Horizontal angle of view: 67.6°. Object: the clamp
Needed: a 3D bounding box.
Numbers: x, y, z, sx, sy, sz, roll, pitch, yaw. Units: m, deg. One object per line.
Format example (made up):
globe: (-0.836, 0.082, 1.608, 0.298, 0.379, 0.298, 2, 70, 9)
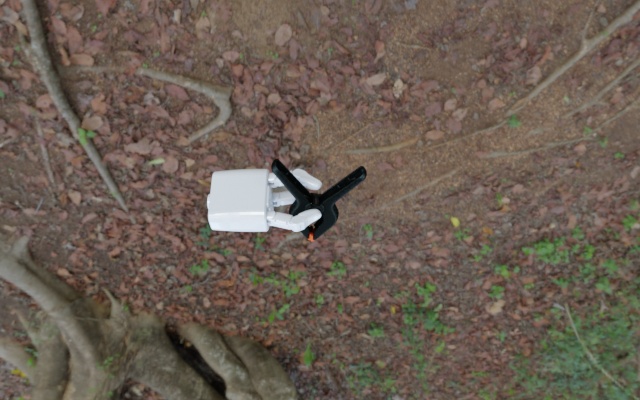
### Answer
clamp: (0.000, 0.004, 0.886, 0.164, 0.036, 0.210, 1, -41, 3)
